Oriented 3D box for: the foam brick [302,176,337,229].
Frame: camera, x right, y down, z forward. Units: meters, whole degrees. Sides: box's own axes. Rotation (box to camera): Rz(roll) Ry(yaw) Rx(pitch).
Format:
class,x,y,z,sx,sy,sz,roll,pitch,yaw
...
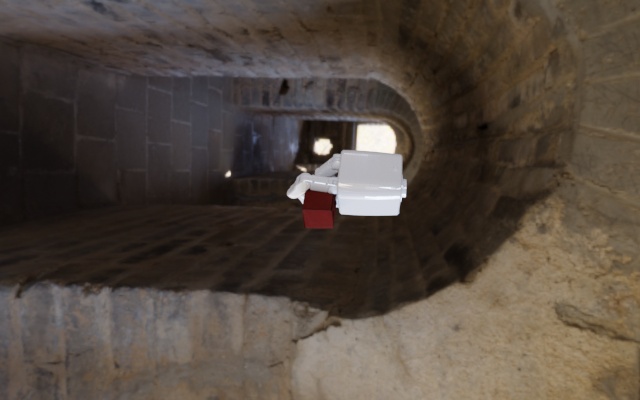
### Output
class,x,y,z,sx,sy,sz,roll,pitch,yaw
foam brick,0.000,0.003,0.821,0.051,0.078,0.053,3,-39,7
